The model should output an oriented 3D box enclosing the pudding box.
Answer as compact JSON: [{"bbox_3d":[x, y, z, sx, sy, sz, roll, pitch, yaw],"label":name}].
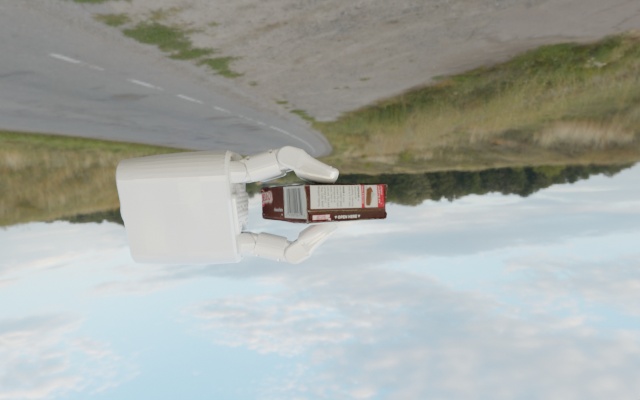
[{"bbox_3d":[0.000,0.002,0.486,0.090,0.039,0.113,-2,3,-28],"label":"pudding box"}]
